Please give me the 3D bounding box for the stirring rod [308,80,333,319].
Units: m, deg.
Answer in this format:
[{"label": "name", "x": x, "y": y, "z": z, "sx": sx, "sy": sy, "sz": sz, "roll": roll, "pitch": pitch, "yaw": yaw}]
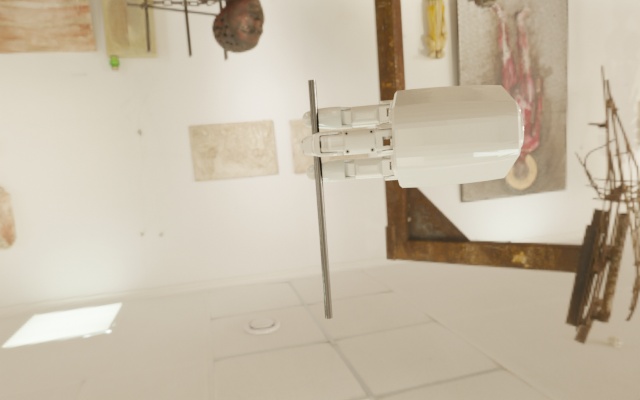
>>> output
[{"label": "stirring rod", "x": 0.000, "y": 0.001, "z": 0.480, "sx": 0.011, "sy": 0.239, "sz": 0.011, "roll": -4, "pitch": 6, "yaw": 0}]
